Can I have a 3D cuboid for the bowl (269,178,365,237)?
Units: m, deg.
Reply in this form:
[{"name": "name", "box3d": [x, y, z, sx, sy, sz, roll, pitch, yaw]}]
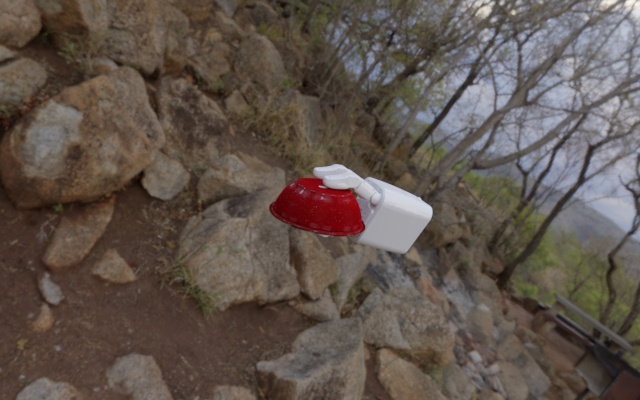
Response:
[{"name": "bowl", "box3d": [-0.001, 0.002, 0.775, 0.162, 0.055, 0.162, 11, 16, -3]}]
